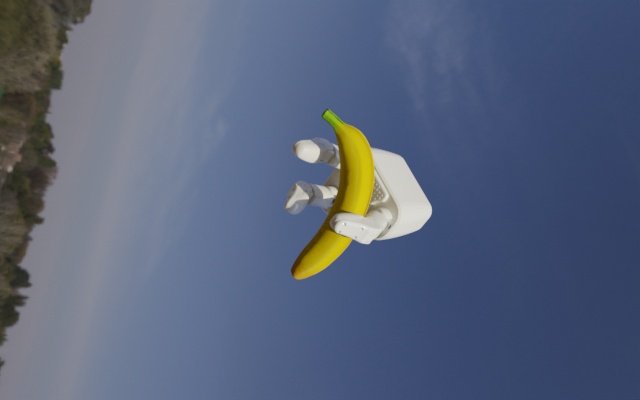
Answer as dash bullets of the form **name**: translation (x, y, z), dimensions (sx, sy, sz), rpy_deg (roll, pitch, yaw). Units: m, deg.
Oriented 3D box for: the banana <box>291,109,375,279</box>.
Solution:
- **banana**: translation (0.018, 0.003, 0.527), dimensions (0.069, 0.198, 0.037), rpy_deg (15, 16, 11)
